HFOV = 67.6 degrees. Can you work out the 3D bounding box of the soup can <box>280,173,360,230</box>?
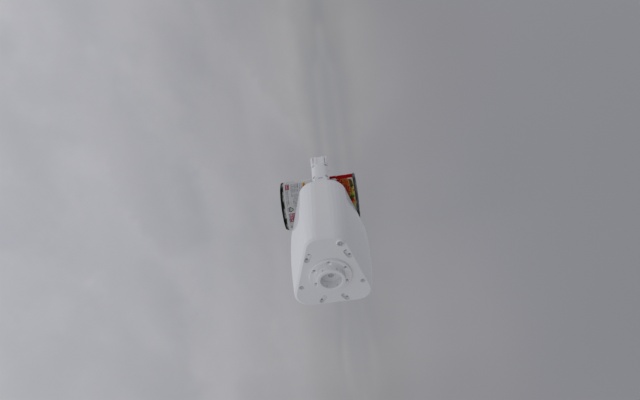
[{"bbox_3d":[0.000,0.002,0.654,0.102,0.068,0.068,-7,0,2],"label":"soup can"}]
